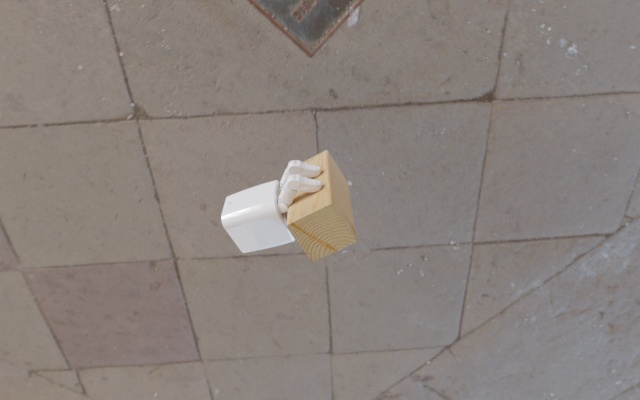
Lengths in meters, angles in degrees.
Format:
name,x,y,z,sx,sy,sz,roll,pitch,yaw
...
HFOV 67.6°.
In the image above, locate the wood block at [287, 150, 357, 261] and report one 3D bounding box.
name,x,y,z,sx,sy,sz,roll,pitch,yaw
wood block,0.000,0.003,0.882,0.090,0.091,0.206,-26,28,14
